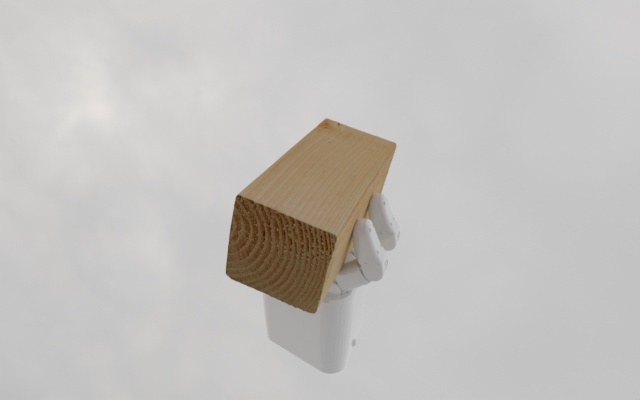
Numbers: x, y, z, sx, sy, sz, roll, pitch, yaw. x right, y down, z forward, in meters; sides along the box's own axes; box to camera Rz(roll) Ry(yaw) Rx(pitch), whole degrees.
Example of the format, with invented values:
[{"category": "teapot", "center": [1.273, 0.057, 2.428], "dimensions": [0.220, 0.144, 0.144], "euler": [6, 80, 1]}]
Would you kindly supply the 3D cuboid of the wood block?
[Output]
[{"category": "wood block", "center": [0.000, 0.002, 0.476], "dimensions": [0.091, 0.090, 0.206], "euler": [21, 32, 11]}]
